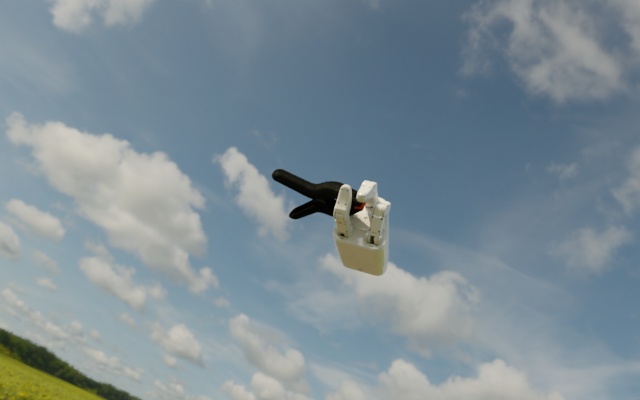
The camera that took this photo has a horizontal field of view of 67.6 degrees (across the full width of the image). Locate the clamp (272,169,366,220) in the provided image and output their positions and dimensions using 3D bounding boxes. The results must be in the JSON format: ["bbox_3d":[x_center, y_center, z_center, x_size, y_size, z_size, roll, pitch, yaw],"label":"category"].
[{"bbox_3d":[0.000,0.002,0.854,0.171,0.039,0.120,14,-33,19],"label":"clamp"}]
